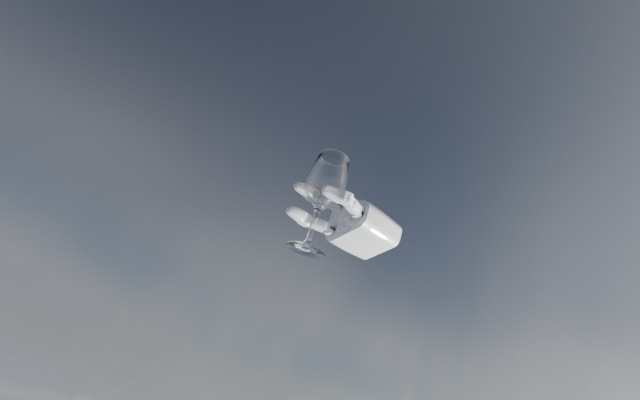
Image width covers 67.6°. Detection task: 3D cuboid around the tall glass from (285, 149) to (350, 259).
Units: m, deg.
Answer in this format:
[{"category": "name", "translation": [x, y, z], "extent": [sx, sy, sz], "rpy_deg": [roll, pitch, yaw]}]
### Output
[{"category": "tall glass", "translation": [0.000, 0.003, 0.893], "extent": [0.079, 0.201, 0.079], "rpy_deg": [15, -24, 7]}]
